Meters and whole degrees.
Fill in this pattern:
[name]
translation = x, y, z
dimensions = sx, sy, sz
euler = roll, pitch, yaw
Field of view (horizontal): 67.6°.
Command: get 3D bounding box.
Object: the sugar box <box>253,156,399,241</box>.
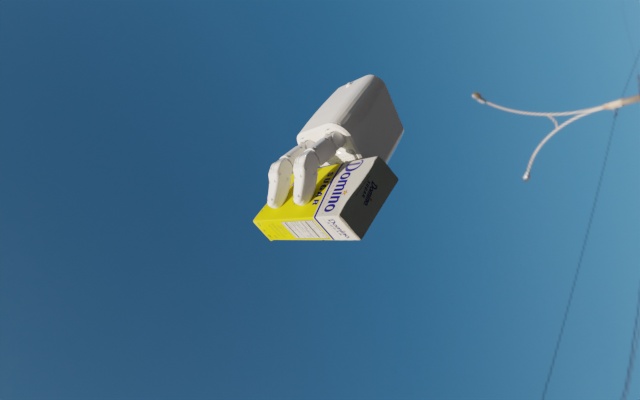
[sugar box]
translation = 0.000, 0.001, 0.571
dimensions = 0.048, 0.093, 0.176
euler = 47, -30, -22
